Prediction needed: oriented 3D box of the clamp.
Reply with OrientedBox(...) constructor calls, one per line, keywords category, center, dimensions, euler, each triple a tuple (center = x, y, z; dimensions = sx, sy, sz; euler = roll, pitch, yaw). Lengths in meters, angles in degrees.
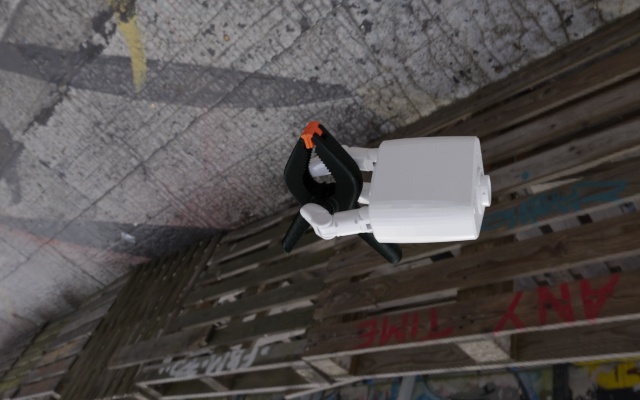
OrientedBox(category="clamp", center=(0.000, 0.002, 0.580), dimensions=(0.164, 0.210, 0.036), euler=(-4, 40, 24))
